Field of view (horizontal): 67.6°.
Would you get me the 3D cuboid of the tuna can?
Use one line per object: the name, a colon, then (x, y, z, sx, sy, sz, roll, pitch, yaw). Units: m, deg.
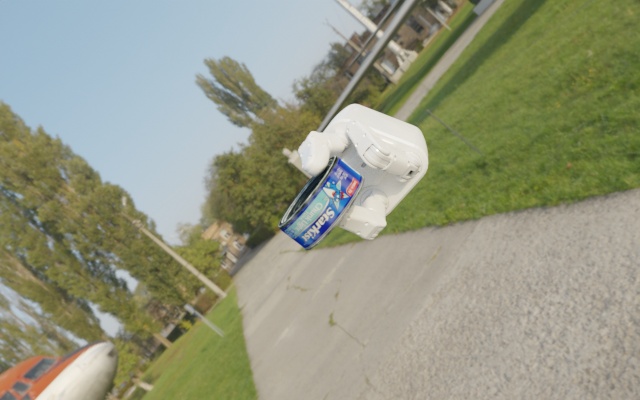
tuna can: (0.000, 0.001, 0.433, 0.034, 0.086, 0.086, 39, -7, -9)
